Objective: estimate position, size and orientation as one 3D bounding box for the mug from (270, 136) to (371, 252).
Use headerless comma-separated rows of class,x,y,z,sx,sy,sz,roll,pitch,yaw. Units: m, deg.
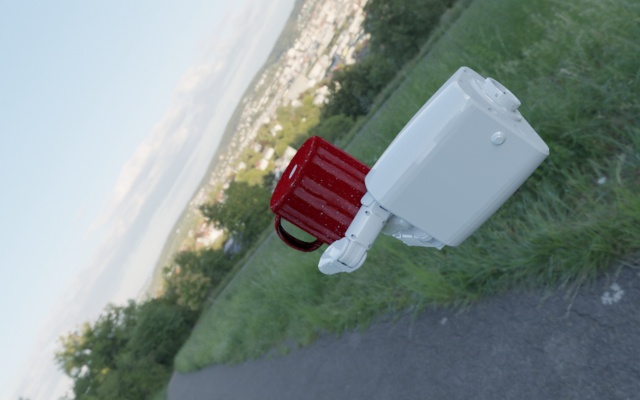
mug,-0.001,0.002,0.450,0.081,0.117,0.093,31,31,-14
